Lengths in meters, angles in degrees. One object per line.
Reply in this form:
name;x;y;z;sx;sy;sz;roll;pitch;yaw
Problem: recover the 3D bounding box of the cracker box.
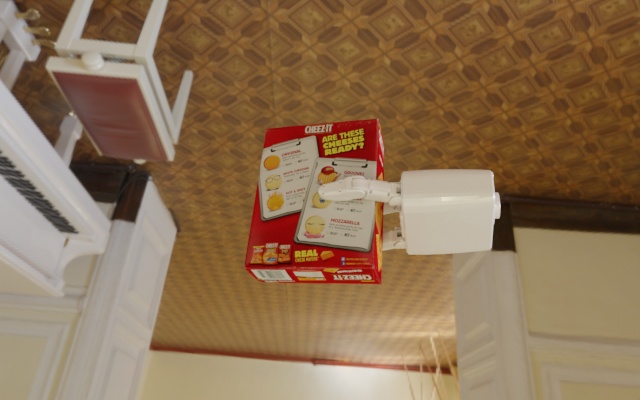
cracker box;0.000;0.002;0.638;0.164;0.213;0.072;-3;-29;14
